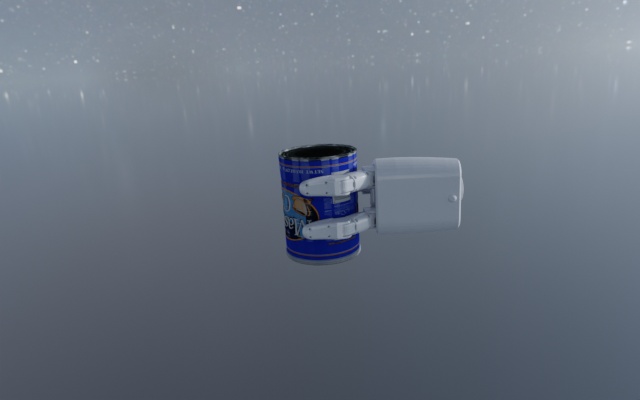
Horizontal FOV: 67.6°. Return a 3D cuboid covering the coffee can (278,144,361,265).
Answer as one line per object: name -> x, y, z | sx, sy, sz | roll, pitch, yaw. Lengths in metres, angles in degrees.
coffee can -> 0.000, 0.002, 0.638 | 0.103, 0.140, 0.102 | -3, 16, 1
